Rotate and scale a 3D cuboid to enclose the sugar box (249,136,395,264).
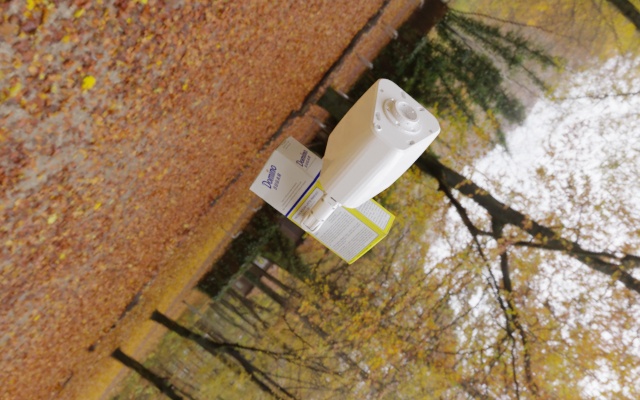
[{"bbox_3d":[0.000,0.002,0.633,0.093,0.176,0.048,-48,4,45],"label":"sugar box"}]
